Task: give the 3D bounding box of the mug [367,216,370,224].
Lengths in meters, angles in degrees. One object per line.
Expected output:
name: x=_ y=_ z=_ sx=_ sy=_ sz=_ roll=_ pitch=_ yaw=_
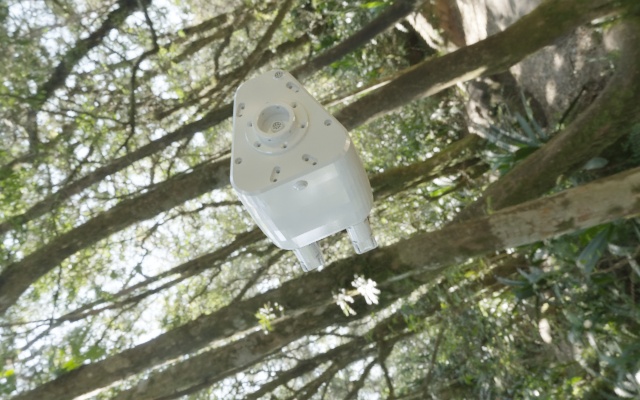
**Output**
mug: x=0.000 y=0.002 z=0.512 sx=0.081 sy=0.093 sz=0.117 roll=-21 pitch=-31 yaw=3
